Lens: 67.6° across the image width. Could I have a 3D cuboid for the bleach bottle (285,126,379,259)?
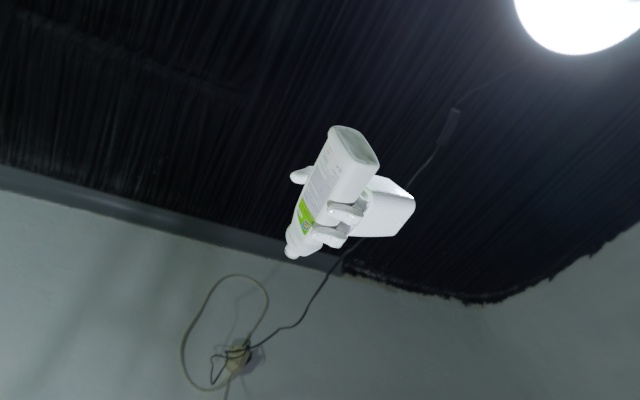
[{"bbox_3d":[0.000,0.003,0.806,0.068,0.102,0.251,6,-47,-34],"label":"bleach bottle"}]
